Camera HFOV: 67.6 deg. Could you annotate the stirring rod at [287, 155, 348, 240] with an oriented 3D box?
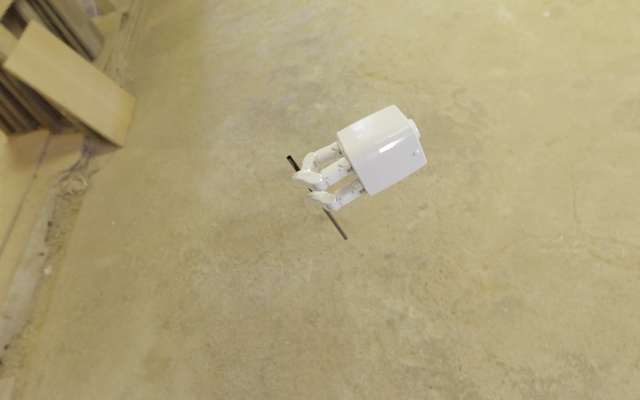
[{"bbox_3d":[0.000,0.003,0.810,0.011,0.011,0.240,0,-35,29],"label":"stirring rod"}]
